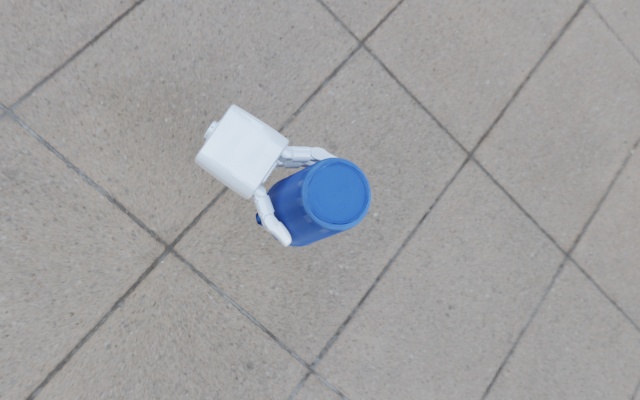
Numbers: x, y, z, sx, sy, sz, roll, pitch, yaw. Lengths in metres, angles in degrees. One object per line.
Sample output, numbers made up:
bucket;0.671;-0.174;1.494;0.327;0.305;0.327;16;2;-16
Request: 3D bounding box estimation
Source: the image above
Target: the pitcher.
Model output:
pitcher;0.000;0.003;0.794;0.145;0.149;0.243;36;-16;-10
